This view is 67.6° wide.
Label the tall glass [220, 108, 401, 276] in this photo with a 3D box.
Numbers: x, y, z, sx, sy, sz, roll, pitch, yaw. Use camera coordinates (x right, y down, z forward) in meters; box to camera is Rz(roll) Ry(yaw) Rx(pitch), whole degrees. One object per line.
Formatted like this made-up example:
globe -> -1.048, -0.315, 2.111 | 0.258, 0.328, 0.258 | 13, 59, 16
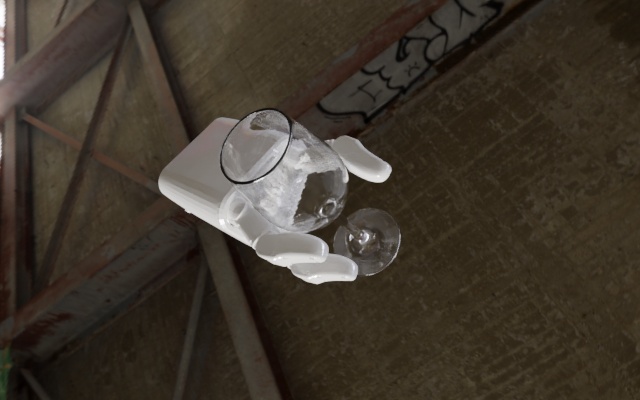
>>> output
tall glass -> 0.001, 0.002, 0.413 | 0.079, 0.079, 0.201 | 0, -24, 31
